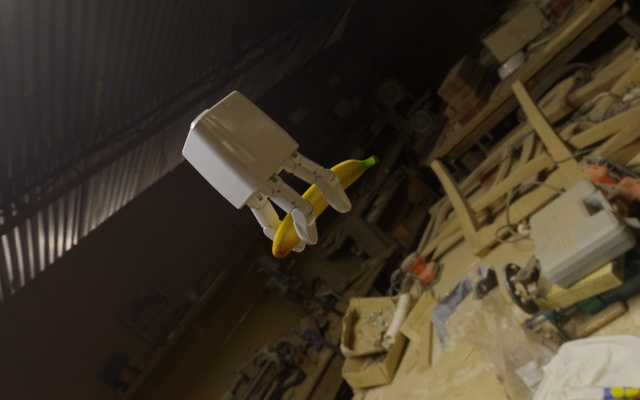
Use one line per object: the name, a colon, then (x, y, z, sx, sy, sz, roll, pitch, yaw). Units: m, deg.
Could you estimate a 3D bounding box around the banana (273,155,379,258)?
banana: (-0.005, 0.002, 0.646, 0.197, 0.037, 0.069, -46, 10, -21)
